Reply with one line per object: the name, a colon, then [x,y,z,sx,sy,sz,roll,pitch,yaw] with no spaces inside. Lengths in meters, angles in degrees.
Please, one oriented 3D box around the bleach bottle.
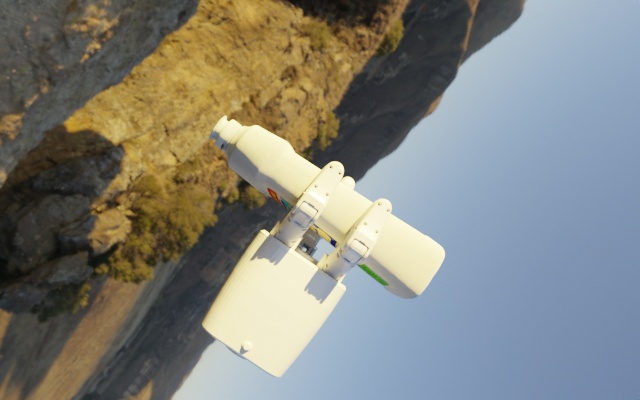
bleach bottle: [0.000,0.002,0.484,0.251,0.068,0.102,36,-6,-4]
